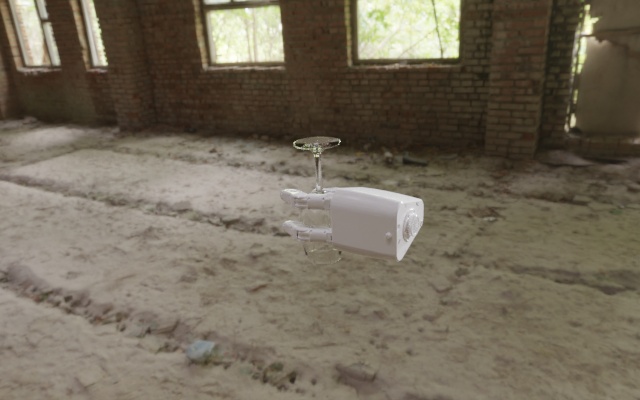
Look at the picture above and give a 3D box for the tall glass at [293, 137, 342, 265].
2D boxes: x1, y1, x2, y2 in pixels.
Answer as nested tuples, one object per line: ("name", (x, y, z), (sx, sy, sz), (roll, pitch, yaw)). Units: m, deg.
("tall glass", (0.000, 0.002, 0.778), (0.079, 0.201, 0.079), (-3, 21, 1))
